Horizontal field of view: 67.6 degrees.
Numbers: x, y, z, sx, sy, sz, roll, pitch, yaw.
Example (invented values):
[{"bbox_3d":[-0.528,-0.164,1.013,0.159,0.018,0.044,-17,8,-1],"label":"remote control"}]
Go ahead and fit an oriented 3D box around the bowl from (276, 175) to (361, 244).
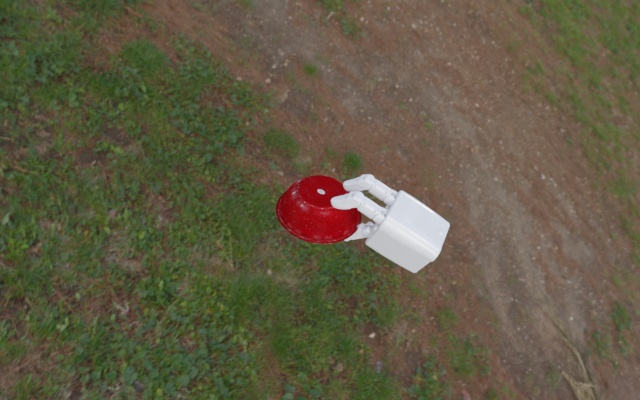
[{"bbox_3d":[-0.001,0.002,0.874,0.162,0.055,0.162,5,42,-5],"label":"bowl"}]
